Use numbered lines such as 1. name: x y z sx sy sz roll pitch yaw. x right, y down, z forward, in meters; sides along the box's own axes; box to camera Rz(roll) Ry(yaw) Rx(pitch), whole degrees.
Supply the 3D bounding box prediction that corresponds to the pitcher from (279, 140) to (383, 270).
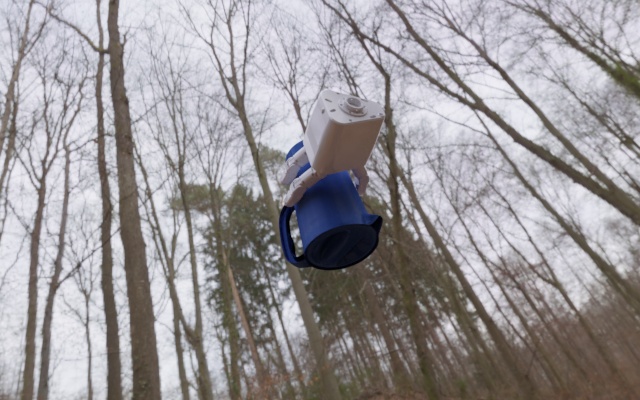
1. pitcher: 0.000 0.003 0.888 0.149 0.242 0.145 -1 -42 -20
